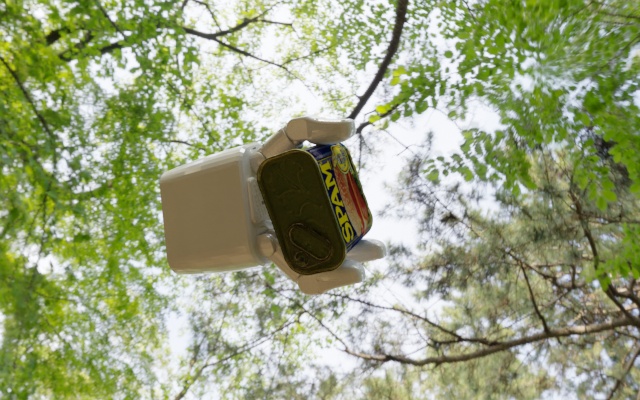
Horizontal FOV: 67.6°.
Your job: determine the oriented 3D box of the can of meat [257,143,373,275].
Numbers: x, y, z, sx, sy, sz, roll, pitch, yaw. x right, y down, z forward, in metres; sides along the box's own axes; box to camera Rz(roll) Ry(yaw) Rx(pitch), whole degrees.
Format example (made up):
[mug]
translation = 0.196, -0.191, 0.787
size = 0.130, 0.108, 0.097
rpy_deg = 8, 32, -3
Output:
[can of meat]
translation = 0.000, 0.001, 0.416
size = 0.057, 0.102, 0.084
rpy_deg = -16, 7, 27
